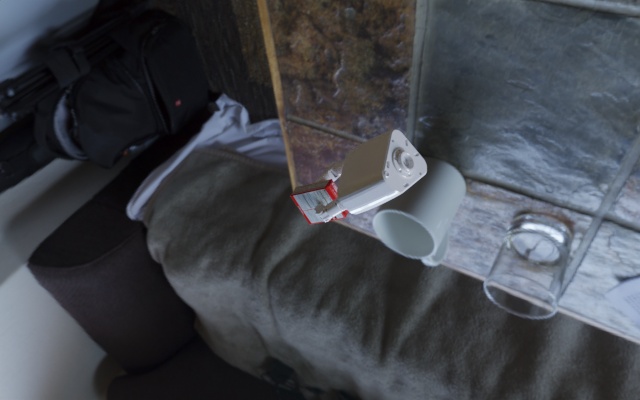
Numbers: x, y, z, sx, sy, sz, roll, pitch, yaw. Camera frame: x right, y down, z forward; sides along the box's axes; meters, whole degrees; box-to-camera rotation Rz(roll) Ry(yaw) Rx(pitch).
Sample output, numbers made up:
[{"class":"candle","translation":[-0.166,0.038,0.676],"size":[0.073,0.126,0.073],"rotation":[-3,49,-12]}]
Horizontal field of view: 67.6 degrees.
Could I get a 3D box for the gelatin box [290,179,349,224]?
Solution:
[{"class":"gelatin box","translation":[0.000,0.003,0.874],"size":[0.089,0.073,0.030],"rotation":[-12,32,38]}]
